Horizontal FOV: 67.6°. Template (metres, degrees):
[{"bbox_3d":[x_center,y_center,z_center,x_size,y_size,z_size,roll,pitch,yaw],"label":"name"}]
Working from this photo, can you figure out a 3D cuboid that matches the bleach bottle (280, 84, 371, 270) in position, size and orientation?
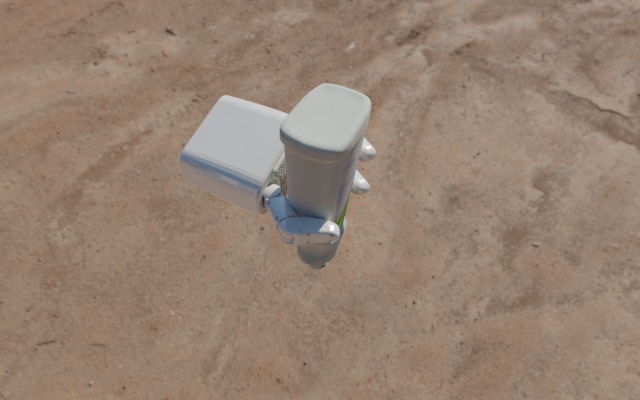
[{"bbox_3d":[0.000,0.002,0.533,0.068,0.251,0.102,22,50,14],"label":"bleach bottle"}]
